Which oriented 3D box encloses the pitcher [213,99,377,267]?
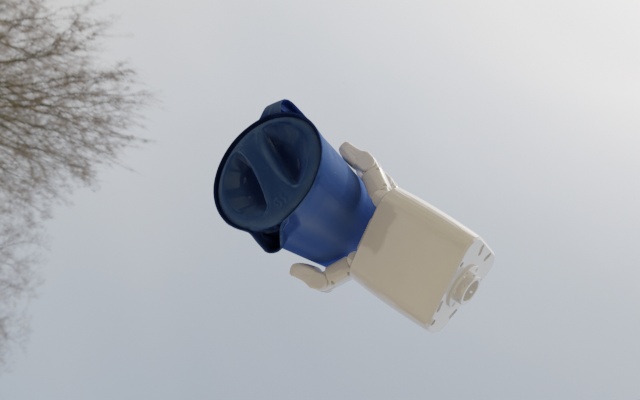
[{"bbox_3d":[0.000,0.002,0.573,0.145,0.149,0.243,34,-2,38],"label":"pitcher"}]
